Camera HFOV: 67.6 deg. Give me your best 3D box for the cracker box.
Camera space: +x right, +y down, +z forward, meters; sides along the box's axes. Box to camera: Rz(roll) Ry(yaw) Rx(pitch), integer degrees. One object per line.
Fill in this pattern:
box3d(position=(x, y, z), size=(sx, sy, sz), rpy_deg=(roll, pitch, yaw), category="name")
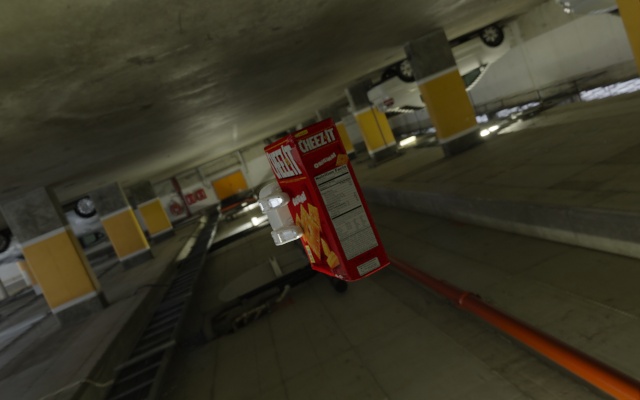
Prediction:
box3d(position=(0.000, 0.002, 0.695), size=(0.072, 0.214, 0.164), rpy_deg=(-25, 7, -18), category="cracker box")
